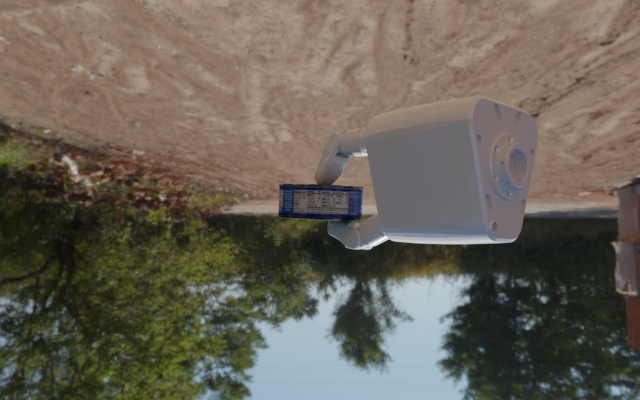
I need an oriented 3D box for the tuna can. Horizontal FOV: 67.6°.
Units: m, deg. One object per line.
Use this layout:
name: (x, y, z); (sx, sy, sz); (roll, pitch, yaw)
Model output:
tuna can: (0.000, 0.002, 0.484); (0.086, 0.034, 0.086); (2, 0, 0)
